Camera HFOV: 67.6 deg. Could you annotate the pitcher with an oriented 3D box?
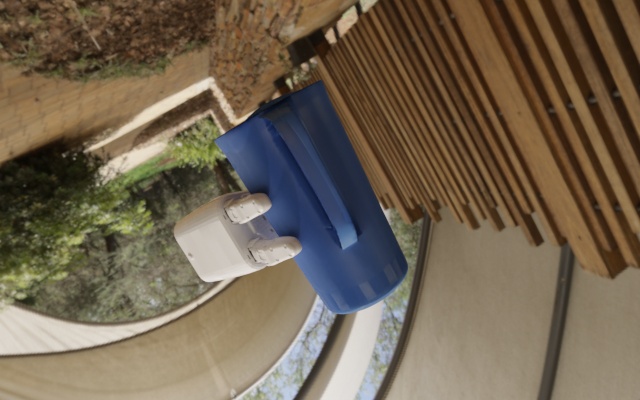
[{"bbox_3d":[0.000,0.002,0.525,0.145,0.243,0.149,-22,12,37],"label":"pitcher"}]
